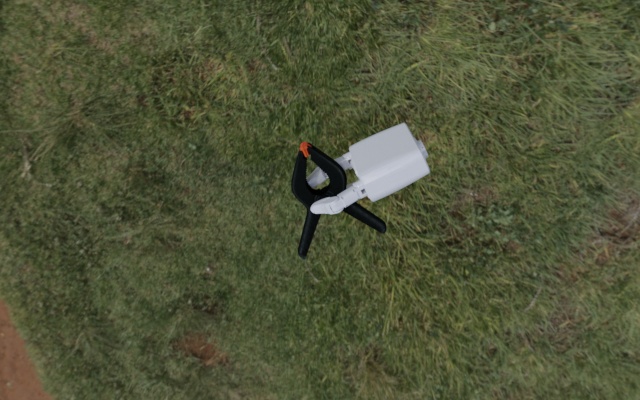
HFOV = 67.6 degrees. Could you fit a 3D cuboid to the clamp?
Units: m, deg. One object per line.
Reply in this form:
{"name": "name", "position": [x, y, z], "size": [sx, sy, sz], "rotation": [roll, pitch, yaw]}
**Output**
{"name": "clamp", "position": [0.000, 0.002, 0.818], "size": [0.164, 0.210, 0.036], "rotation": [-26, 23, 9]}
